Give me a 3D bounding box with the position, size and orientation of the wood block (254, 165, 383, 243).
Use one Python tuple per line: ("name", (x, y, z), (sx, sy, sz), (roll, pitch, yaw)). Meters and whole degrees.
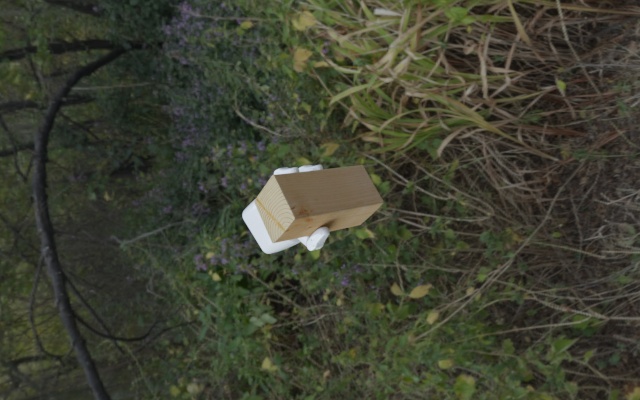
("wood block", (0.000, 0.003, 0.868), (0.206, 0.090, 0.090), (-10, -26, -38))
